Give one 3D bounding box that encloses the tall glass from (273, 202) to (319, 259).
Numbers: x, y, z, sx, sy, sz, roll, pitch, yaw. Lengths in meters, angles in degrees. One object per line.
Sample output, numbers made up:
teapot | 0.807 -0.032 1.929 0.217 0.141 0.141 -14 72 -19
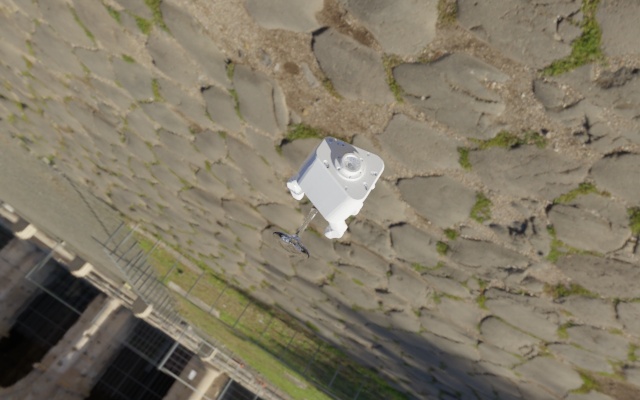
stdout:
tall glass | 0.000 0.003 0.858 0.079 0.201 0.079 27 -26 15
